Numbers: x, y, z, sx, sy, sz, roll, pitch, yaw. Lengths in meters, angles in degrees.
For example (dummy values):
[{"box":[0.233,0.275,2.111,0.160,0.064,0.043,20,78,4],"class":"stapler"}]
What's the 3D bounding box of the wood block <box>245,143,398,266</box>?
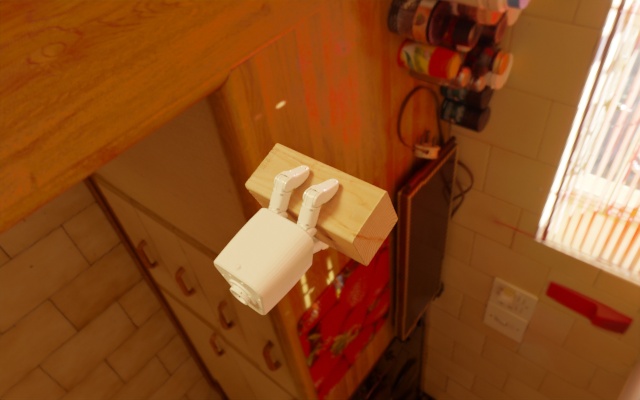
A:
[{"box":[0.000,0.003,0.725,0.206,0.090,0.091,27,-17,30],"class":"wood block"}]
